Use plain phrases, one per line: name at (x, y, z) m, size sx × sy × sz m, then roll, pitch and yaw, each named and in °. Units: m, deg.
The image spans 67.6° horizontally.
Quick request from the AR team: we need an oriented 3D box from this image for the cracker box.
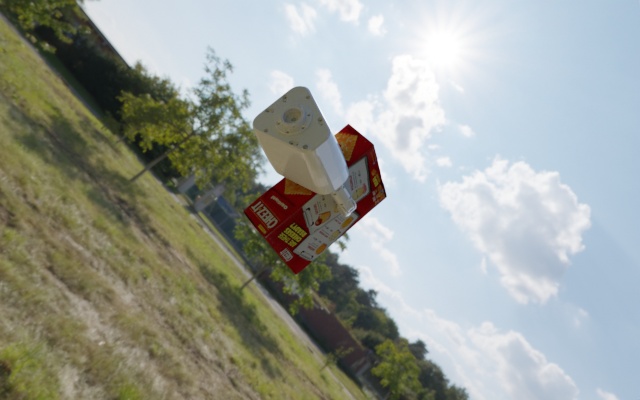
cracker box at (0.000, 0.003, 0.775) m, size 0.072 × 0.213 × 0.164 m, roll 46°, pitch -9°, yaw 31°
